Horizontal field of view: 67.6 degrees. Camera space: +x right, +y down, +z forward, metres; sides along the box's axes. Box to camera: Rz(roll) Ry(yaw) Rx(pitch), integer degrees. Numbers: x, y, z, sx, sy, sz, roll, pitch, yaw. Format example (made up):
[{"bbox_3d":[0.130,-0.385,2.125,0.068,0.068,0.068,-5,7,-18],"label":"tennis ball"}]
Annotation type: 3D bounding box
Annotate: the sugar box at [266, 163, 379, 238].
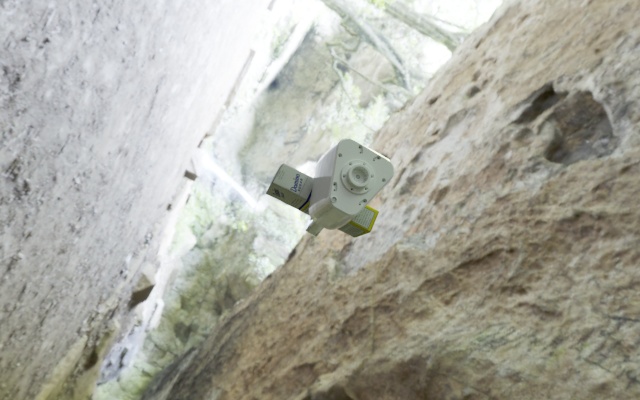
[{"bbox_3d":[0.000,0.002,0.796,0.176,0.048,0.093,29,-16,-7],"label":"sugar box"}]
